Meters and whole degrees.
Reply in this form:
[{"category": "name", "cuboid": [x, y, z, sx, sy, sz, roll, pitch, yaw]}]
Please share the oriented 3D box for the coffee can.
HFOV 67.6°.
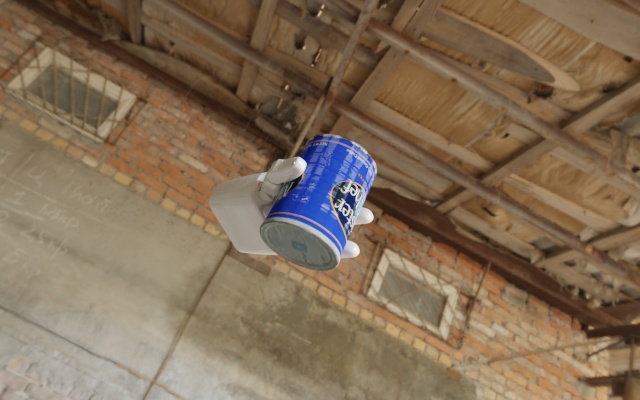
[{"category": "coffee can", "cuboid": [0.000, 0.002, 0.599, 0.103, 0.140, 0.103, 19, -31, 12]}]
